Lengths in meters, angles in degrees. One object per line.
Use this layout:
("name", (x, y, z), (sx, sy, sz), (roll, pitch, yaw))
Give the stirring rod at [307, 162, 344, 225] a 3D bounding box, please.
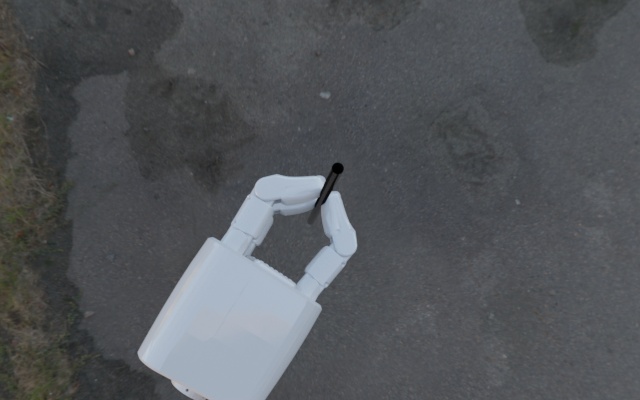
("stirring rod", (0.000, 0.002, 0.430), (0.011, 0.011, 0.239), (0, -11, -5))
